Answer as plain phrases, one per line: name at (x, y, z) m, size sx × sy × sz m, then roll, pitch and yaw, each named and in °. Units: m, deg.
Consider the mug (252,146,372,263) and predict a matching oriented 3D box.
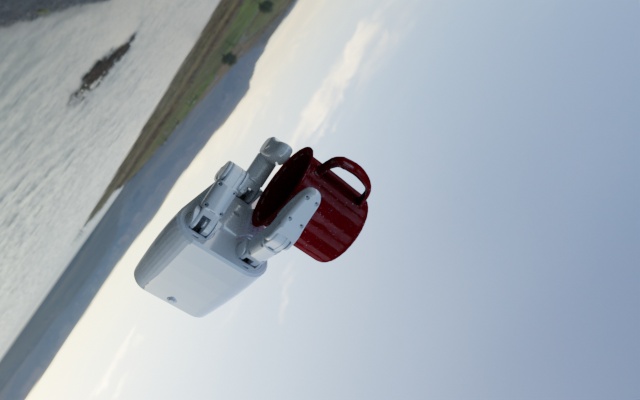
mug at (0.001, 0.001, 0.463) m, size 0.081 × 0.093 × 0.117 m, roll 36°, pitch -54°, yaw -20°
